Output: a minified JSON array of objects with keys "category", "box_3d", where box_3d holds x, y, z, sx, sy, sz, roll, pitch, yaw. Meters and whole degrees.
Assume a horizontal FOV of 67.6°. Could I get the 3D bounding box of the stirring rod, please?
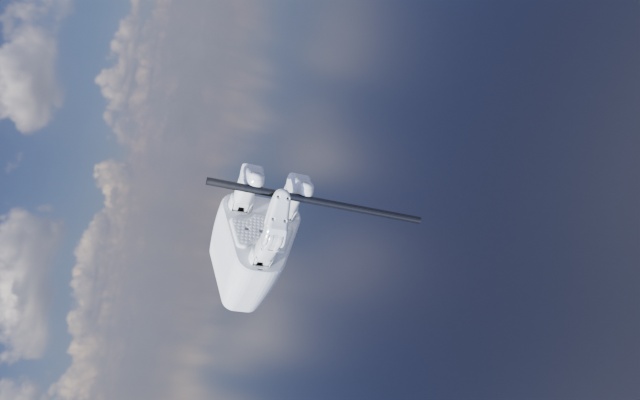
[{"category":"stirring rod","box_3d":[0.000,0.002,0.509,0.239,0.011,0.011,11,-3,-17]}]
